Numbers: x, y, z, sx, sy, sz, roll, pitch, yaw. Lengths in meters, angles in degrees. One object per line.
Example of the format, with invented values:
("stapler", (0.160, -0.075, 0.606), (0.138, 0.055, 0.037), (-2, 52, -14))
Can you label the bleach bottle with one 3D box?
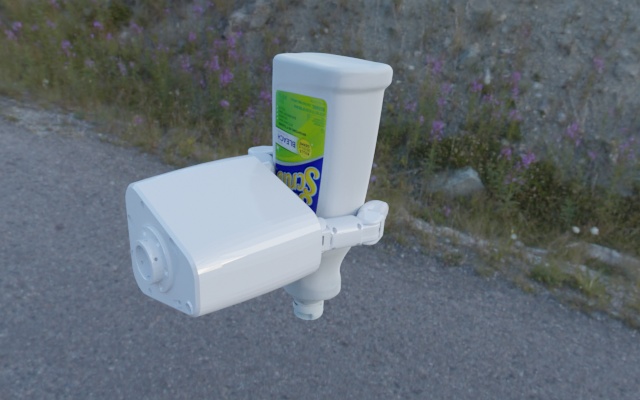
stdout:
("bleach bottle", (0.000, 0.001, 0.433), (0.068, 0.251, 0.102), (-17, 30, -39))
